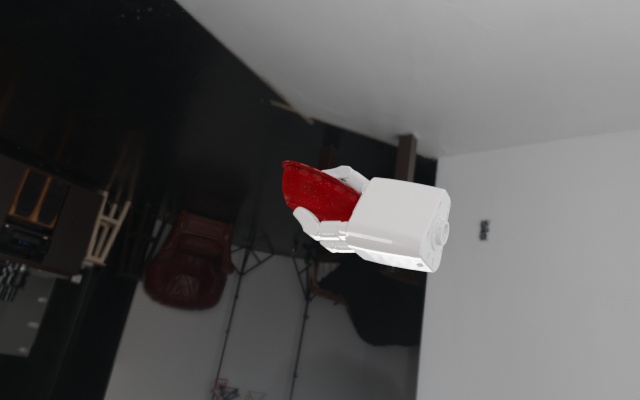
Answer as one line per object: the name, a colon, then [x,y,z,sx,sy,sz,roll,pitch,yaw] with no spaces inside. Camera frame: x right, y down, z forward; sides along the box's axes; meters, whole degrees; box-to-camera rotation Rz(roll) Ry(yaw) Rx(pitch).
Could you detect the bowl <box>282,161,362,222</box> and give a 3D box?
bowl: [-0.001,0.003,0.737,0.162,0.055,0.162,27,-10,5]
